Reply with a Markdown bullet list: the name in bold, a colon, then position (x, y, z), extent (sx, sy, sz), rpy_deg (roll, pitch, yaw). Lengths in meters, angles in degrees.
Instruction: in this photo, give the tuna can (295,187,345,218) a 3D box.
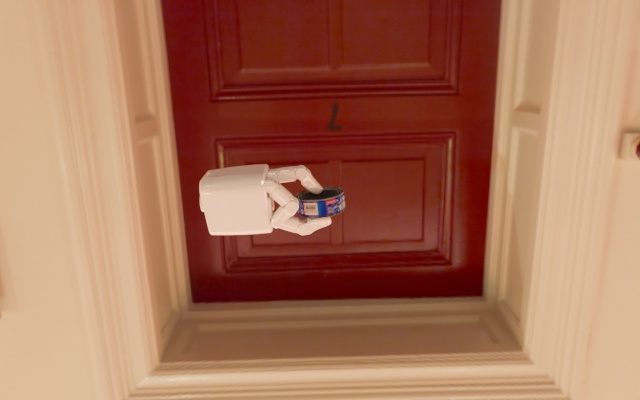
- **tuna can**: position (0.000, 0.003, 0.837), extent (0.086, 0.034, 0.086), rpy_deg (-7, 15, 2)
